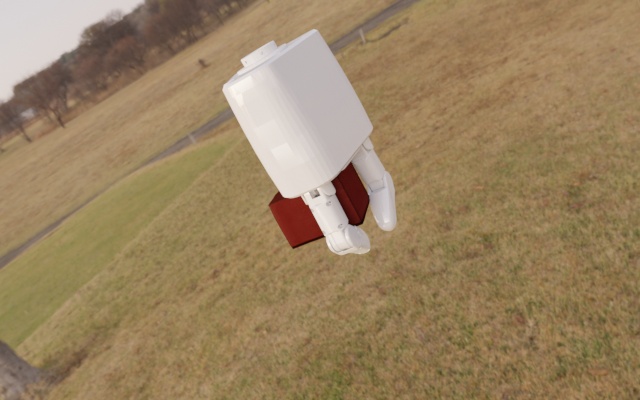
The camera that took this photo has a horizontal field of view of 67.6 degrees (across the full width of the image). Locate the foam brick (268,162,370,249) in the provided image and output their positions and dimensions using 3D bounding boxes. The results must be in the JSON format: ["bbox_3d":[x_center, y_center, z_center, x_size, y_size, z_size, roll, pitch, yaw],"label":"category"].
[{"bbox_3d":[0.000,0.002,0.454,0.078,0.051,0.053,-22,20,23],"label":"foam brick"}]
